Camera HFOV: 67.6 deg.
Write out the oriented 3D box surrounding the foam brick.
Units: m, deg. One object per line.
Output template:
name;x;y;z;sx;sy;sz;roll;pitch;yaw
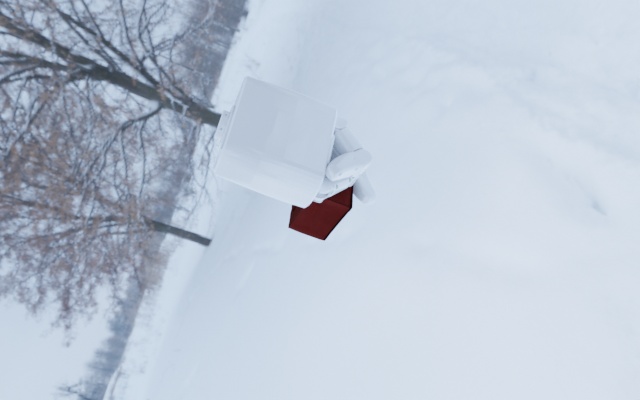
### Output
foam brick;0.000;0.002;0.577;0.051;0.053;0.078;19;-42;-16
